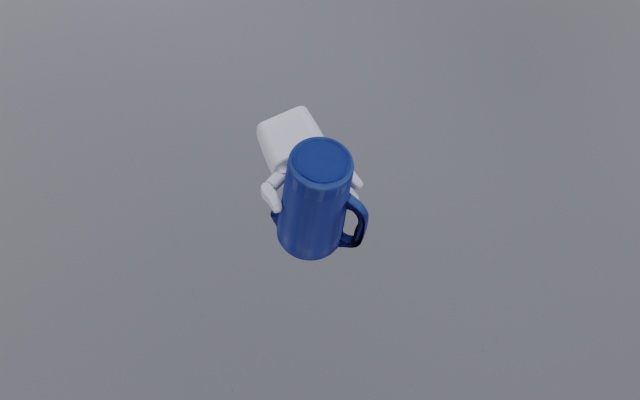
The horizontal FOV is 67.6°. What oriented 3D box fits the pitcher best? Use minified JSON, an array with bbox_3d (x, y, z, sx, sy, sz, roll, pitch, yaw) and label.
[{"bbox_3d":[0.000,0.003,0.859,0.149,0.145,0.243,-17,-28,-17],"label":"pitcher"}]
